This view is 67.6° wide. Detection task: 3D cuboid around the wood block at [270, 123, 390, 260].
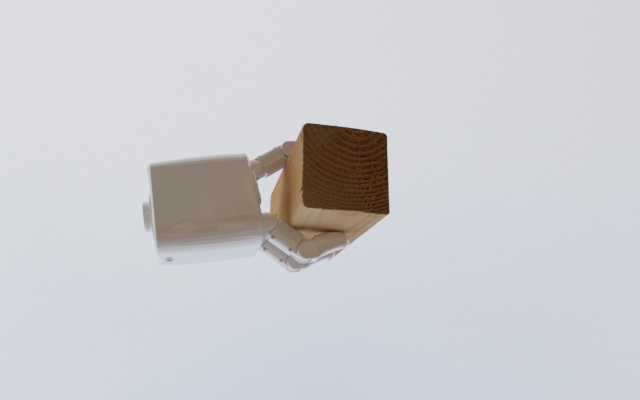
[{"bbox_3d":[0.000,0.002,0.555,0.090,0.090,0.206,5,-20,-14],"label":"wood block"}]
